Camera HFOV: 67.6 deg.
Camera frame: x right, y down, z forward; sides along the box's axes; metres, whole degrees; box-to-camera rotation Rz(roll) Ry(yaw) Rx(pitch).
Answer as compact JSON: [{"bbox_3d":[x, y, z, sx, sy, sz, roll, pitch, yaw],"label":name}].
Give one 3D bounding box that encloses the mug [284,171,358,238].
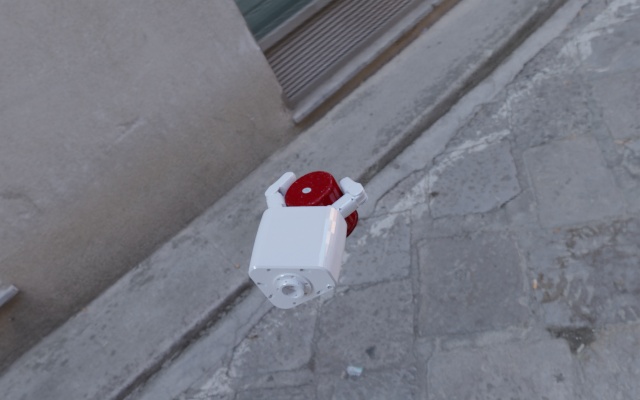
[{"bbox_3d":[0.000,0.001,0.722,0.093,0.081,0.117,-15,39,22],"label":"mug"}]
